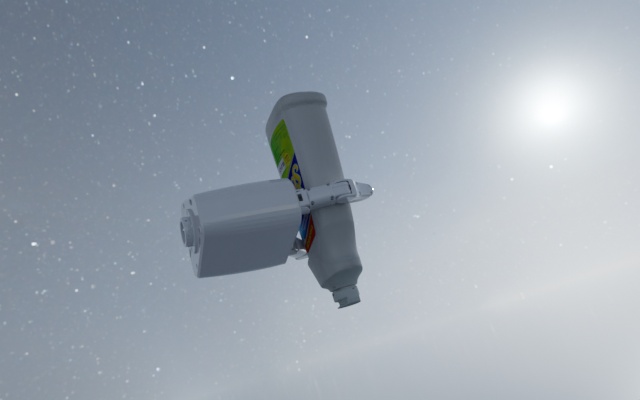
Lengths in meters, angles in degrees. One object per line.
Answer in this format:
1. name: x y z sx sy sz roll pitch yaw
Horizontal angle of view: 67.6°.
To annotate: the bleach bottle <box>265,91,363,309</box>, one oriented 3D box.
1. bleach bottle: 0.000 0.002 0.574 0.068 0.250 0.103 -9 -19 -25
